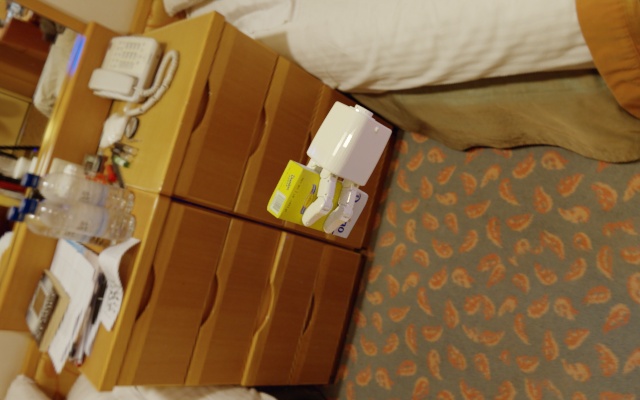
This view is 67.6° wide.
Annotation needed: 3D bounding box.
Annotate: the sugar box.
[{"bbox_3d":[0.000,0.003,0.827,0.176,0.093,0.048,20,12,-42],"label":"sugar box"}]
